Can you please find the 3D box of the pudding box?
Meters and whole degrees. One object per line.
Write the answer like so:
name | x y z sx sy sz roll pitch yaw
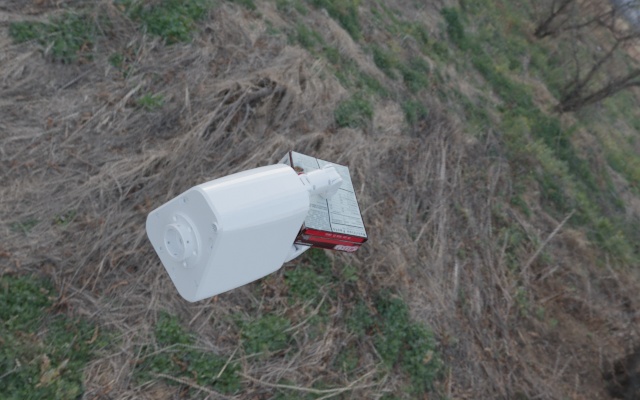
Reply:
pudding box | 0.000 0.002 0.557 0.090 0.113 0.039 13 -40 -33
